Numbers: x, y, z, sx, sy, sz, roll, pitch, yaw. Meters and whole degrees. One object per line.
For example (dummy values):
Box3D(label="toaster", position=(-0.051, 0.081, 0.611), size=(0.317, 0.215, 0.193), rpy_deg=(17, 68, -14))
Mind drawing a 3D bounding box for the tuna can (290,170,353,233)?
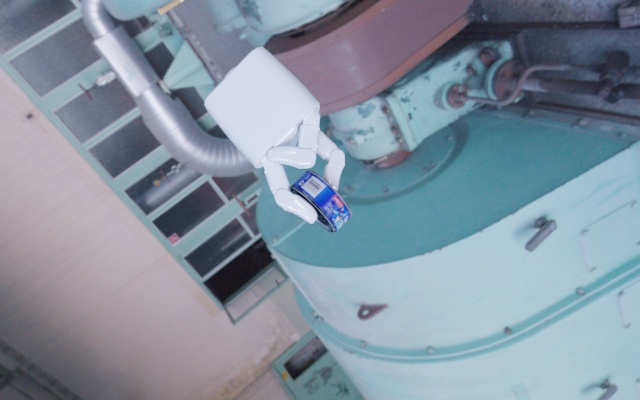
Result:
Box3D(label="tuna can", position=(0.000, 0.003, 0.631), size=(0.033, 0.086, 0.086), rpy_deg=(-44, 11, -11))
